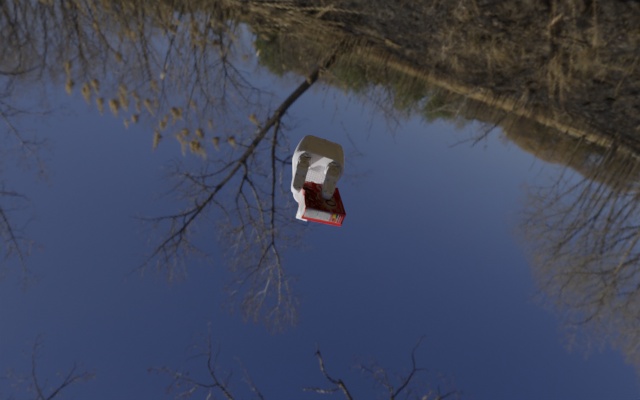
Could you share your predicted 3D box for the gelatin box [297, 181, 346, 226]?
[{"bbox_3d":[0.000,0.003,0.831,0.073,0.030,0.089,12,31,-16],"label":"gelatin box"}]
